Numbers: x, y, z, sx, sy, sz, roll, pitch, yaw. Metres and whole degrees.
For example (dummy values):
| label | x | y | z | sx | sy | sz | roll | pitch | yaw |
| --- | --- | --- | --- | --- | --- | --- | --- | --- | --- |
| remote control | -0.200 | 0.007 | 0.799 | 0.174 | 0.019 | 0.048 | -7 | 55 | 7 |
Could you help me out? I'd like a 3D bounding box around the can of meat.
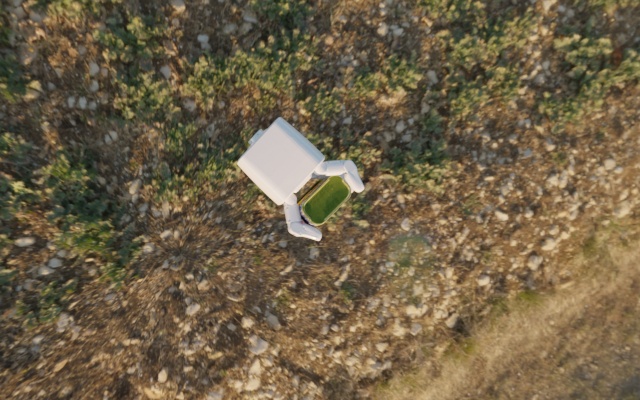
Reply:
| label | x | y | z | sx | sy | sz | roll | pitch | yaw |
| --- | --- | --- | --- | --- | --- | --- | --- | --- | --- |
| can of meat | 0.000 | 0.003 | 0.861 | 0.102 | 0.057 | 0.084 | -45 | 6 | -16 |
